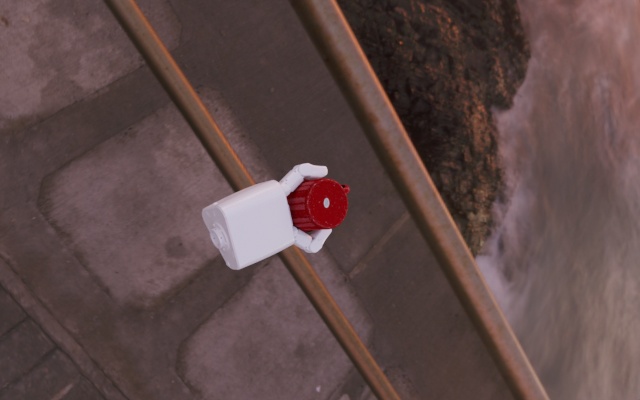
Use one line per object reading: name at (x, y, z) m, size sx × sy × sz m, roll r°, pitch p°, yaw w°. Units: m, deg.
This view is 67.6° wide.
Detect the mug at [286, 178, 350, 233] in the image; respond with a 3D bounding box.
mug at (0.001, 0.002, 0.787) m, size 0.117 × 0.093 × 0.081 m, roll -26°, pitch 11°, yaw -31°
